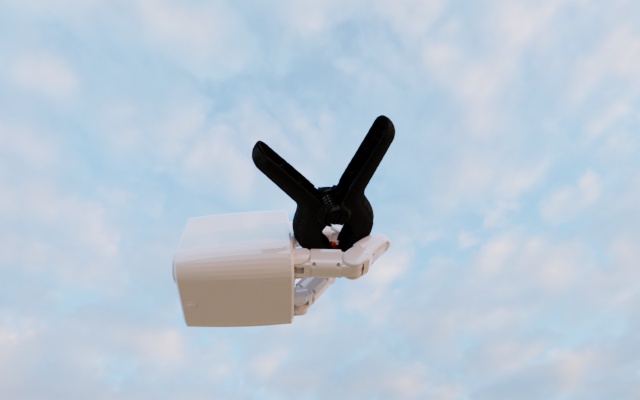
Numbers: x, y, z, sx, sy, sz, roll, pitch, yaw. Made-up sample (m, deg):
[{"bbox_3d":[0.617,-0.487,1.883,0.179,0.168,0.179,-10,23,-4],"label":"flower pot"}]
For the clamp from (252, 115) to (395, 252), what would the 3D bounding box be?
[{"bbox_3d":[0.000,0.001,0.439,0.120,0.172,0.039,-2,39,-6],"label":"clamp"}]
